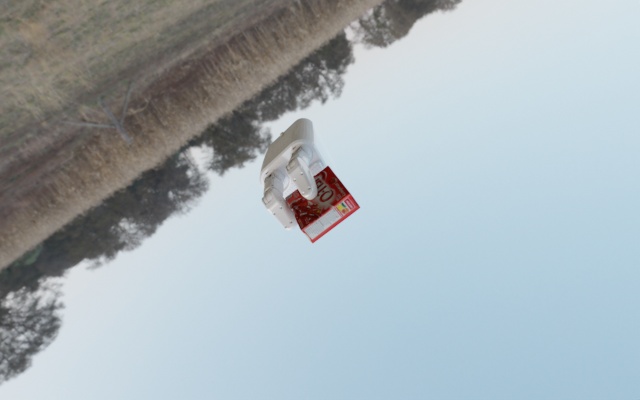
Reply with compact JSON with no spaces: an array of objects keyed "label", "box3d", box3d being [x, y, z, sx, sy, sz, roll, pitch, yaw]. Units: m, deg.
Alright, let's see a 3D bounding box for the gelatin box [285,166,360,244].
[{"label":"gelatin box","box3d":[0.000,0.002,0.597,0.073,0.030,0.089,-37,32,3]}]
